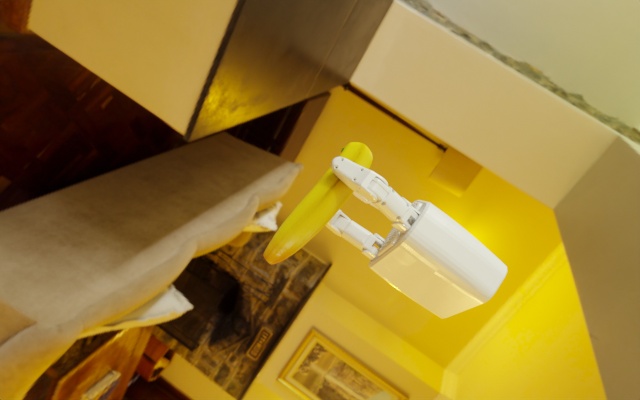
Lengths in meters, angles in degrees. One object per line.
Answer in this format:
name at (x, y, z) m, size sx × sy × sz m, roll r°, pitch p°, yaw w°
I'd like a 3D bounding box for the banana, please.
banana at (0.010, -0.009, 0.513) m, size 0.197 × 0.037 × 0.070 m, roll -52°, pitch 5°, yaw -39°
